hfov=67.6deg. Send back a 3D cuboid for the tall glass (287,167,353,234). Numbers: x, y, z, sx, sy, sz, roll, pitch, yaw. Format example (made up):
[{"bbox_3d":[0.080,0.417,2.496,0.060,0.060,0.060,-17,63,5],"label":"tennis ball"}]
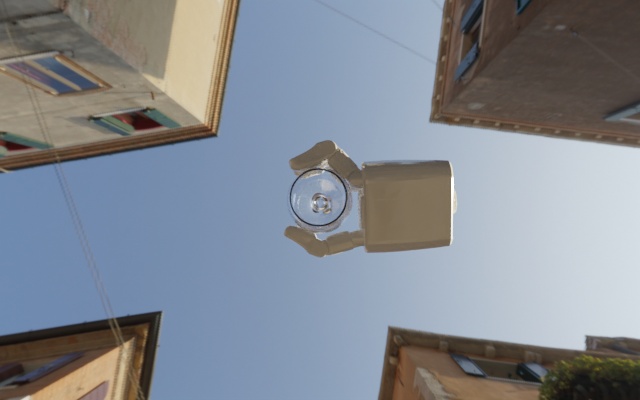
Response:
[{"bbox_3d":[0.000,0.002,0.602,0.079,0.079,0.201,0,-3,2],"label":"tall glass"}]
